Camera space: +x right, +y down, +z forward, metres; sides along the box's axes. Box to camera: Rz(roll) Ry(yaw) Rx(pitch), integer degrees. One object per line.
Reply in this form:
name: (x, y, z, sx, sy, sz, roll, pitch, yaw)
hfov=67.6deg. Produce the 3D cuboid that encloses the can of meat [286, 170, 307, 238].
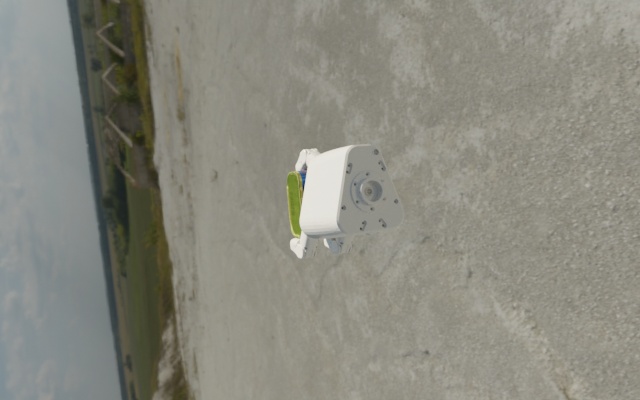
can of meat: (0.000, 0.002, 0.696, 0.084, 0.102, 0.057, -7, 2, -25)
